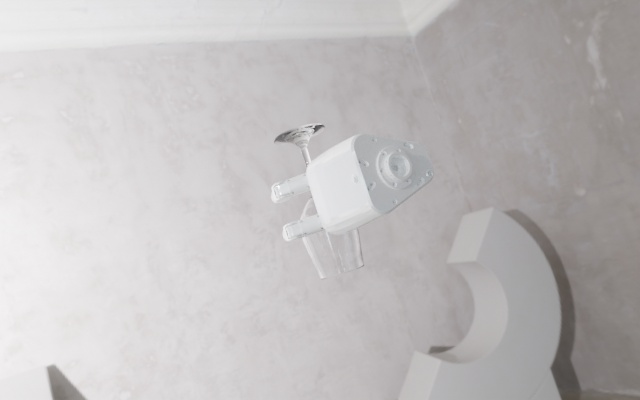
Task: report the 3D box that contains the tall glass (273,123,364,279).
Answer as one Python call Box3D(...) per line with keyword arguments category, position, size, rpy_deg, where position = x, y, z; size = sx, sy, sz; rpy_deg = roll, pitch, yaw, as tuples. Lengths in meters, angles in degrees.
Box3D(category="tall glass", position=(0.000, 0.001, 0.650), size=(0.079, 0.201, 0.079), rpy_deg=(-17, -6, -2))
